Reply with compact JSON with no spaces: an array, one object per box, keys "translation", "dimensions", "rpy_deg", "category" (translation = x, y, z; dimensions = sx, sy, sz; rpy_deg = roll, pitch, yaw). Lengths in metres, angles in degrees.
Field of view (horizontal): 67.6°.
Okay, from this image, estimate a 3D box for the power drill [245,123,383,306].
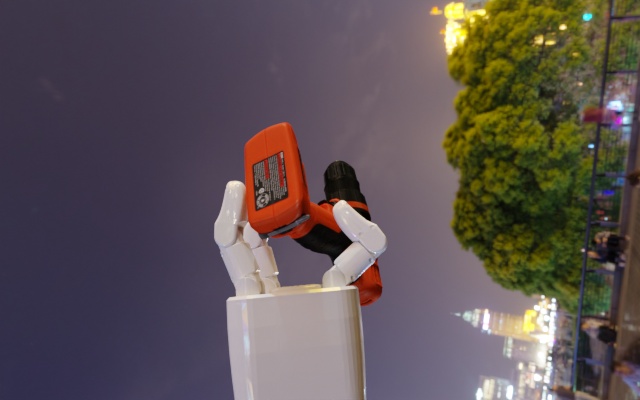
[{"translation":[0.000,0.002,0.494],"dimensions":[0.057,0.184,0.188],"rpy_deg":[-26,-37,21],"category":"power drill"}]
